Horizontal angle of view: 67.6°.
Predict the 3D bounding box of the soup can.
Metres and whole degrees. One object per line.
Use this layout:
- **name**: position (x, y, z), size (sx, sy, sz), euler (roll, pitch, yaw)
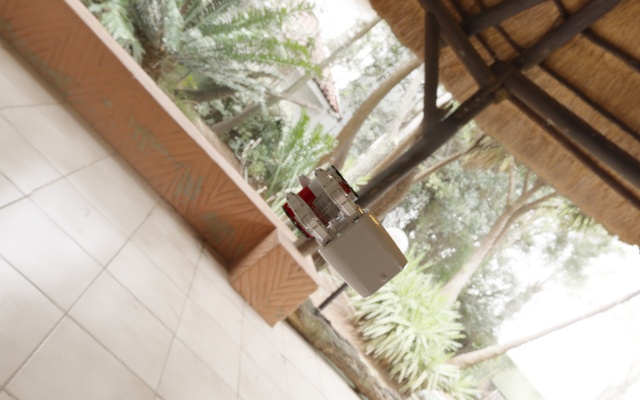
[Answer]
- **soup can**: position (0.000, 0.002, 0.735), size (0.102, 0.068, 0.068), euler (-40, -2, 2)
